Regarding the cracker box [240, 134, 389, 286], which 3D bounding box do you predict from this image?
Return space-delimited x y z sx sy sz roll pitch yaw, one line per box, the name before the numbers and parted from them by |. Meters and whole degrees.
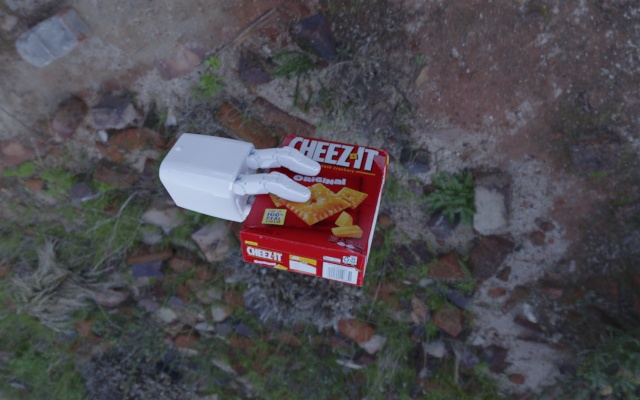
cracker box | 0.000 0.002 0.676 0.164 0.072 0.213 11 46 8
